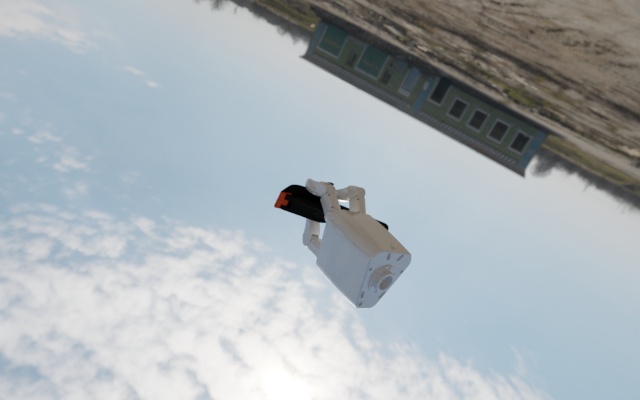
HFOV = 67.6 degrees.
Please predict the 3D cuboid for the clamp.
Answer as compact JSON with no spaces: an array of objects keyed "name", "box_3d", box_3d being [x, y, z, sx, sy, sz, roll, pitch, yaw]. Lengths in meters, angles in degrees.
[{"name":"clamp","box_3d":[0.000,0.003,0.811,0.210,0.036,0.164,10,22,-42]}]
